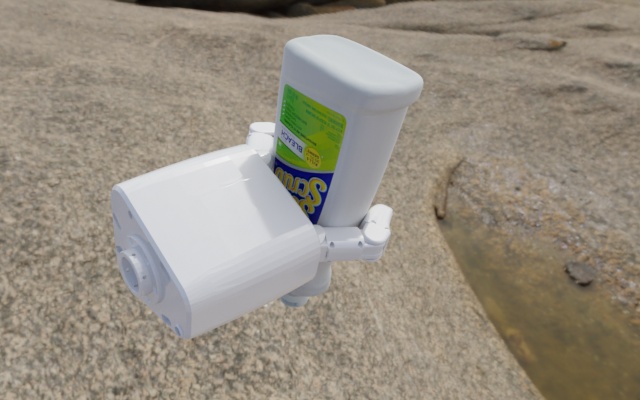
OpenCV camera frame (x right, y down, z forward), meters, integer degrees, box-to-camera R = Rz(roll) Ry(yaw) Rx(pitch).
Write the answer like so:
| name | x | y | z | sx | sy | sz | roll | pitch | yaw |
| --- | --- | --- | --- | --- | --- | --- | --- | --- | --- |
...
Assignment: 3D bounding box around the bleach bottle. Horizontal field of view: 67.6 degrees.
| name | x | y | z | sx | sy | sz | roll | pitch | yaw |
| --- | --- | --- | --- | --- | --- | --- | --- | --- | --- |
| bleach bottle | 0.000 | 0.001 | 0.401 | 0.068 | 0.251 | 0.102 | -23 | 48 | -38 |
